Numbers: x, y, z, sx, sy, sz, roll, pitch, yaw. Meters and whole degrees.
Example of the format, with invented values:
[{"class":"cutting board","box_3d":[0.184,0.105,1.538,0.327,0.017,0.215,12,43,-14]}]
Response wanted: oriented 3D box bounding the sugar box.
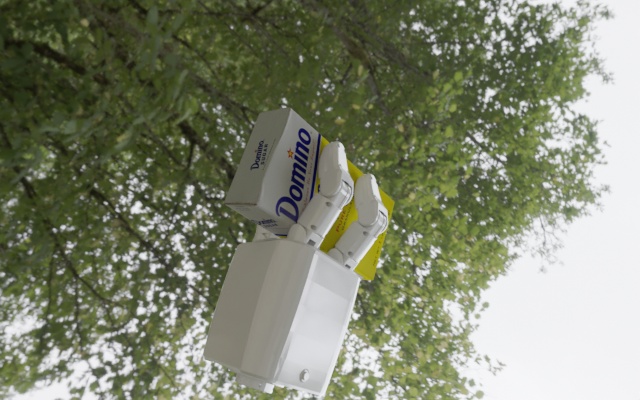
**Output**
[{"class":"sugar box","box_3d":[0.001,0.002,0.448,0.048,0.093,0.176,0,-26,39]}]
